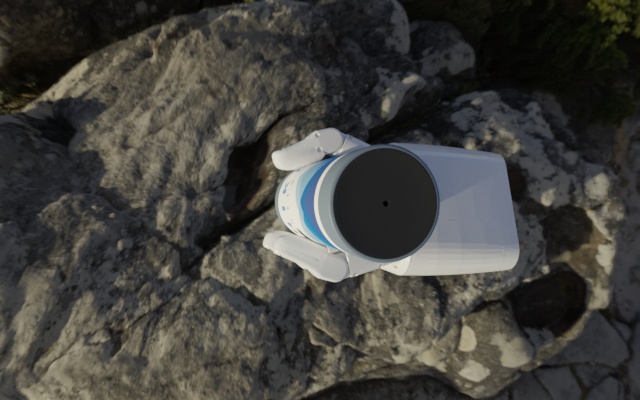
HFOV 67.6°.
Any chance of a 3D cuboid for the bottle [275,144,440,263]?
[{"bbox_3d":[0.000,0.001,0.407,0.069,0.069,0.295,0,0,-14],"label":"bottle"}]
